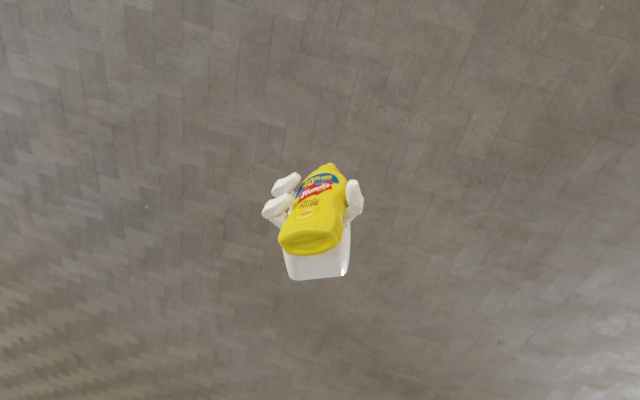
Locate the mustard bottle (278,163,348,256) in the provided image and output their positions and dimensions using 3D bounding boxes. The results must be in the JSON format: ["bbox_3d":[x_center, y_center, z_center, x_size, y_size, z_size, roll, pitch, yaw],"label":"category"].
[{"bbox_3d":[0.000,0.002,0.771,0.096,0.058,0.191,-15,35,26],"label":"mustard bottle"}]
